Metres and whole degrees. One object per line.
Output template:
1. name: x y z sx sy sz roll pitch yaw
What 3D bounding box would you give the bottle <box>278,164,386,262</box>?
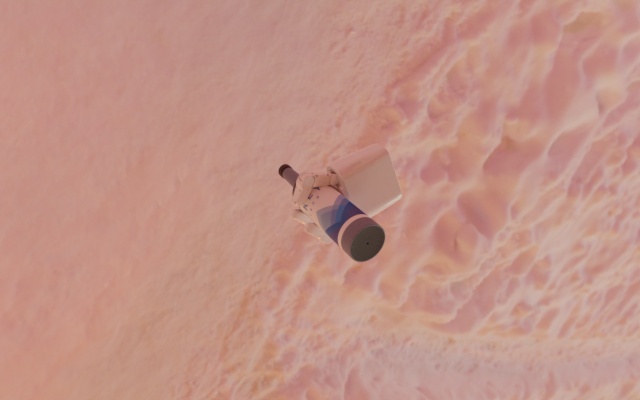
1. bottle: 0.000 0.003 0.832 0.069 0.069 0.295 0 25 -33
